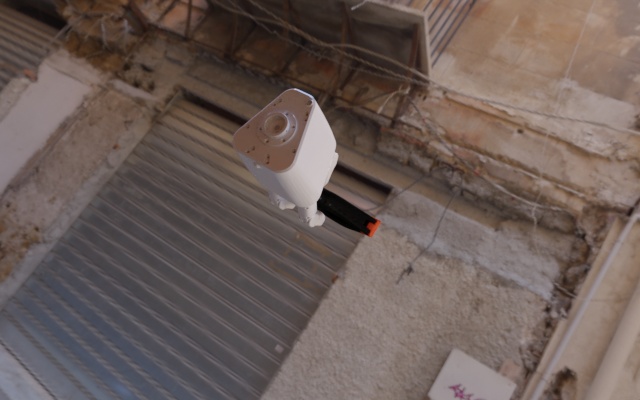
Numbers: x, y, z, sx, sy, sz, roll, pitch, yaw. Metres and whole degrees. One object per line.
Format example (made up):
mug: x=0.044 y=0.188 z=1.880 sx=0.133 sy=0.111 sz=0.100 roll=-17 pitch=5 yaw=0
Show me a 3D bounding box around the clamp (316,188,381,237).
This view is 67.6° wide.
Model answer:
clamp: x=0.001 y=0.002 z=0.741 sx=0.210 sy=0.036 sz=0.165 roll=28 pitch=-9 yaw=22
